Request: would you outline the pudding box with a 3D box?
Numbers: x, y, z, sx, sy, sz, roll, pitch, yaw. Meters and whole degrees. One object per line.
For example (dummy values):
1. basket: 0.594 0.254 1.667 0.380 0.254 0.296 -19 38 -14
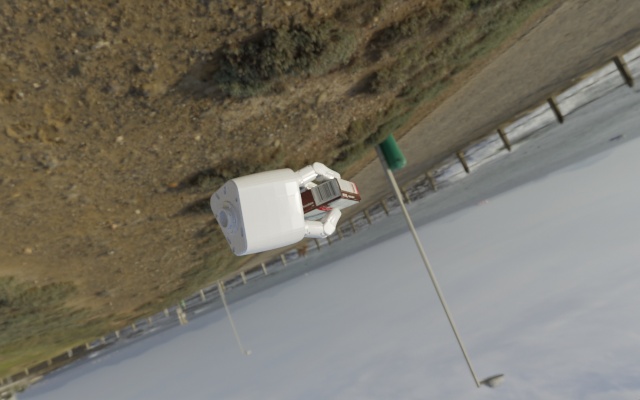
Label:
1. pudding box: 0.000 0.003 0.804 0.113 0.039 0.090 -22 -12 22
